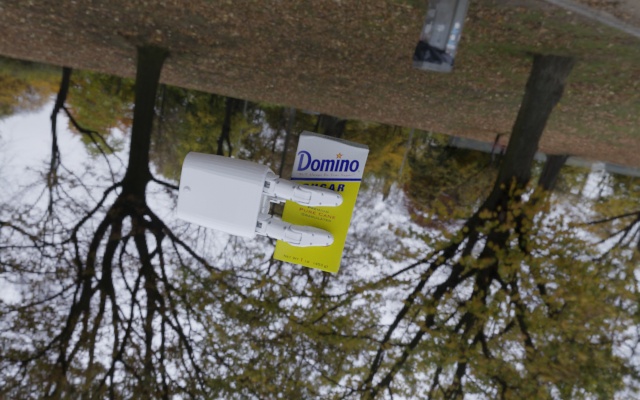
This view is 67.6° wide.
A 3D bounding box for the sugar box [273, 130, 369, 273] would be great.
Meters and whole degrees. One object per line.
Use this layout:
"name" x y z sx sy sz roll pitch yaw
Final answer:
"sugar box" 0.000 0.002 0.646 0.093 0.176 0.048 13 15 1
